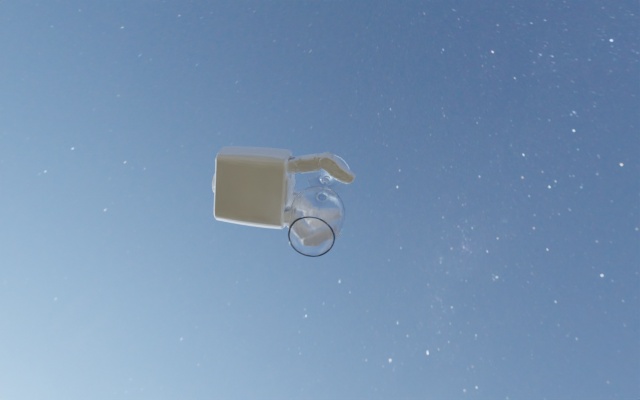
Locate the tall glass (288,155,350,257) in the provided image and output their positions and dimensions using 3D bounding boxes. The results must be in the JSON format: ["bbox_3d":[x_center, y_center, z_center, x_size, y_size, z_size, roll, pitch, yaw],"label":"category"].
[{"bbox_3d":[0.000,0.002,0.704,0.079,0.079,0.201,0,27,8],"label":"tall glass"}]
